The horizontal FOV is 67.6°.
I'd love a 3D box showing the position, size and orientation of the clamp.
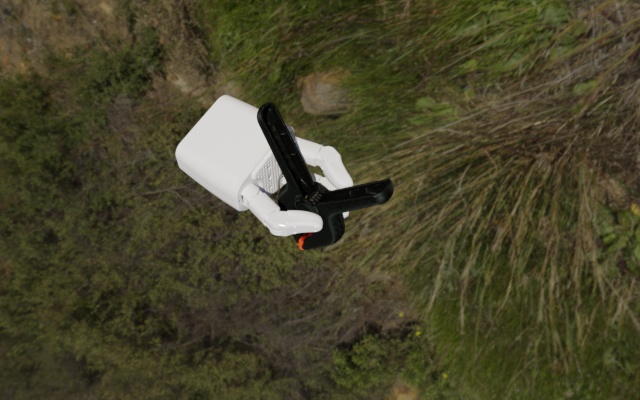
[{"bbox_3d":[-0.001,0.003,0.546,0.164,0.036,0.210,32,-32,21],"label":"clamp"}]
